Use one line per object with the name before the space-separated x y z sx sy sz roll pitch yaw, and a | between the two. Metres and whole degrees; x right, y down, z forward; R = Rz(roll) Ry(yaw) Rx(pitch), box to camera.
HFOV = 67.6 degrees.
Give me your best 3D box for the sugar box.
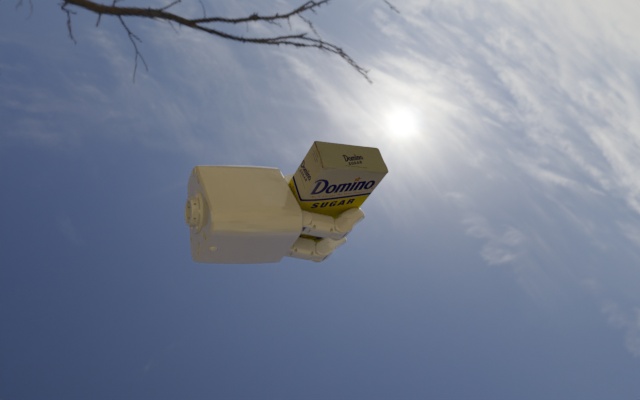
sugar box | 0.000 0.002 0.604 0.093 0.048 0.176 2 -35 -30
